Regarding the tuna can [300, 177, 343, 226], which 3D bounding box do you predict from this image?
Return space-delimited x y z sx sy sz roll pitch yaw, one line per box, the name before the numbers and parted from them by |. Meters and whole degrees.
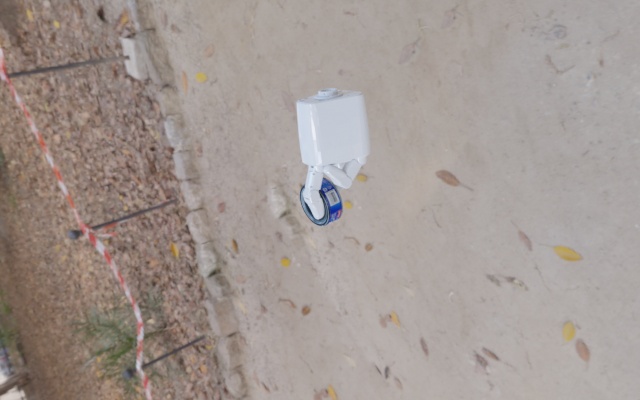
tuna can | 0.000 0.003 0.867 0.033 0.086 0.086 -26 15 -33
